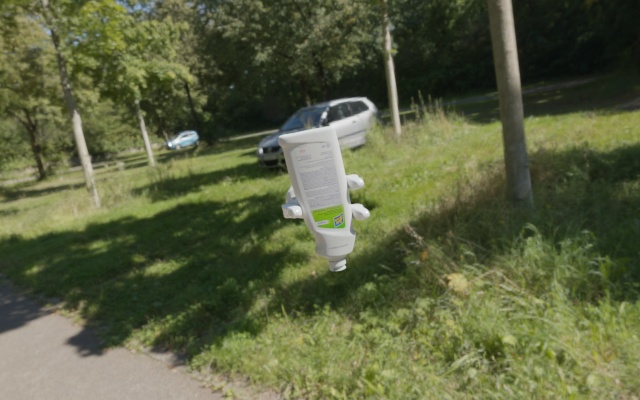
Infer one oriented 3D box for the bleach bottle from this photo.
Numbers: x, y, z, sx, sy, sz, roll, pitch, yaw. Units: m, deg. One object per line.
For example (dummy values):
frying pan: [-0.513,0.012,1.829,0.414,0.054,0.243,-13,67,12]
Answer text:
bleach bottle: [0.000,0.003,0.834,0.102,0.251,0.068,-11,10,1]
